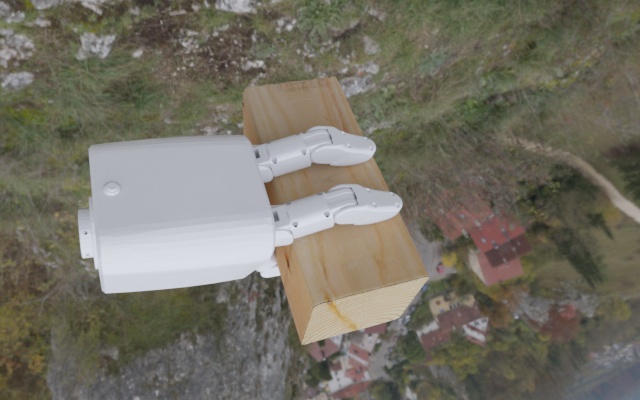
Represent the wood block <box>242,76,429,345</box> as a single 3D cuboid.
[{"bbox_3d":[0.000,0.002,0.411,0.090,0.206,0.091,-11,-31,-16],"label":"wood block"}]
